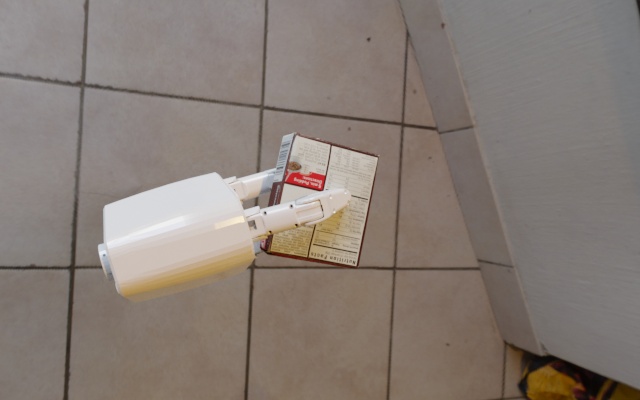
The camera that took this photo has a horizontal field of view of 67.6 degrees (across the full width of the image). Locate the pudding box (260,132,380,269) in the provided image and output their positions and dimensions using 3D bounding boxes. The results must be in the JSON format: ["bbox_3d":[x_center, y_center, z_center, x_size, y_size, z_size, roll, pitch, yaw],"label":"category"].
[{"bbox_3d":[0.000,0.001,0.447,0.090,0.113,0.039,13,-2,-19],"label":"pudding box"}]
